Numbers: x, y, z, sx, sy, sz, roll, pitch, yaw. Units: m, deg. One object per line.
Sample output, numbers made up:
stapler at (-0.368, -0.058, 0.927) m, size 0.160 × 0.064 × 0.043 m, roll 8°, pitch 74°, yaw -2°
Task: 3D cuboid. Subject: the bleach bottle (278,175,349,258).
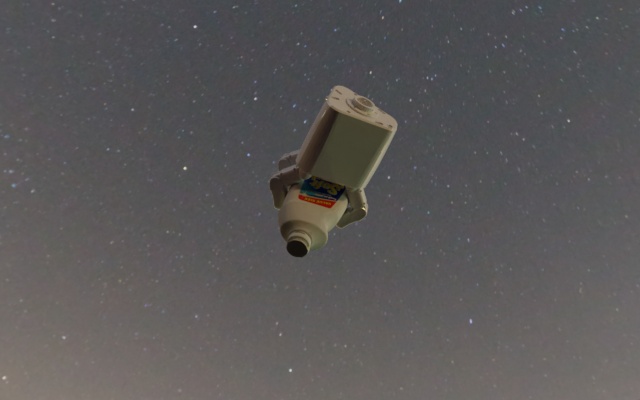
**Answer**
bleach bottle at (0.000, 0.002, 0.721) m, size 0.102 × 0.068 × 0.250 m, roll 27°, pitch 33°, yaw -5°
